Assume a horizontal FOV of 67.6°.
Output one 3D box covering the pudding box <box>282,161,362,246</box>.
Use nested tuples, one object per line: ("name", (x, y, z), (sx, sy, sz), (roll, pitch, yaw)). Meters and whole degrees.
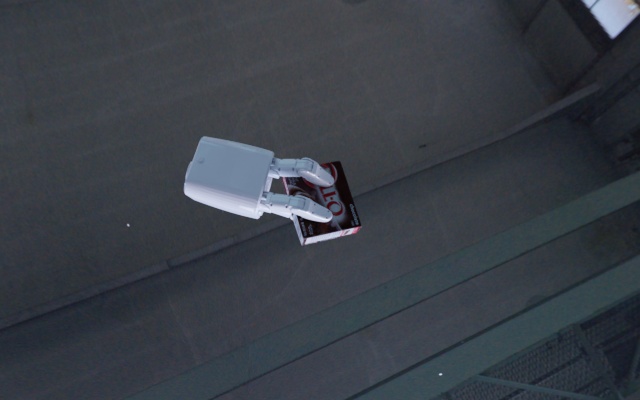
("pudding box", (0.000, 0.002, 0.704), (0.090, 0.113, 0.039), (-12, -19, -15))
